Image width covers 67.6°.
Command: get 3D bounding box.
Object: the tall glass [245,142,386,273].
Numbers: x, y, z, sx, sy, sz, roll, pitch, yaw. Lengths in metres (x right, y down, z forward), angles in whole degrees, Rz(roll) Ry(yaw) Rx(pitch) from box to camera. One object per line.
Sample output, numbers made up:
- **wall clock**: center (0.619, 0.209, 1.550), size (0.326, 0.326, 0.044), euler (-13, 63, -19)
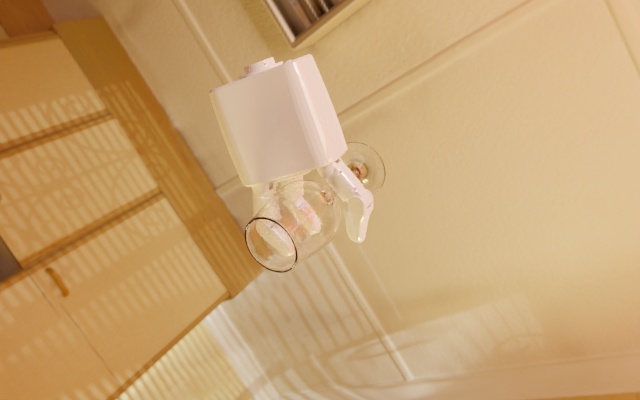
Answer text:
- **tall glass**: center (0.001, 0.002, 0.535), size (0.079, 0.079, 0.201), euler (0, 25, 33)
